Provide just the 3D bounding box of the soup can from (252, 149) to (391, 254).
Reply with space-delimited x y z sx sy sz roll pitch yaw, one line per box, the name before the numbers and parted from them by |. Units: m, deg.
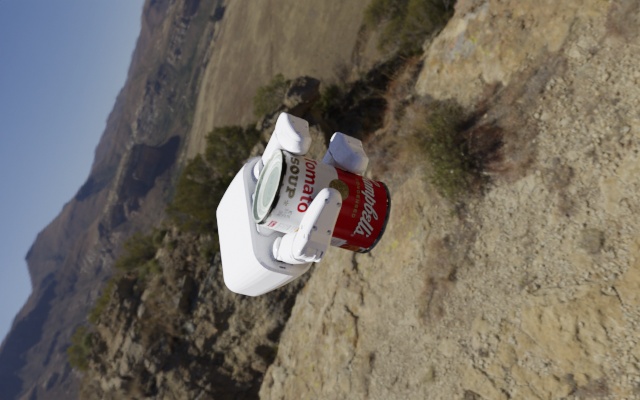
soup can | 0.000 0.001 0.414 0.102 0.068 0.068 17 -7 -22
